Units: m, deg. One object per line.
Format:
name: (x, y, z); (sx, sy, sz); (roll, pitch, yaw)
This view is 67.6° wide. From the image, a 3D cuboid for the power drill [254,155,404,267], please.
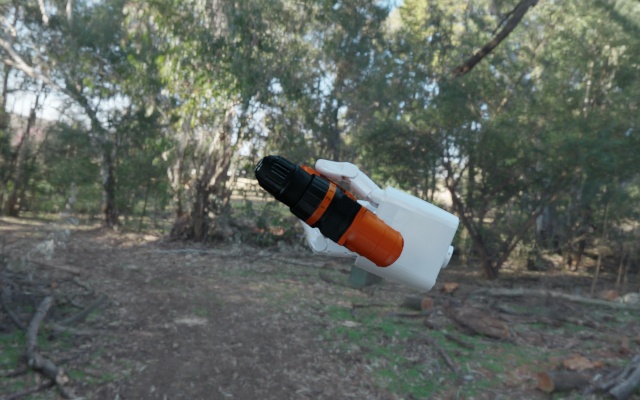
power drill: (0.000, 0.002, 0.580); (0.184, 0.057, 0.187); (35, 4, -11)
